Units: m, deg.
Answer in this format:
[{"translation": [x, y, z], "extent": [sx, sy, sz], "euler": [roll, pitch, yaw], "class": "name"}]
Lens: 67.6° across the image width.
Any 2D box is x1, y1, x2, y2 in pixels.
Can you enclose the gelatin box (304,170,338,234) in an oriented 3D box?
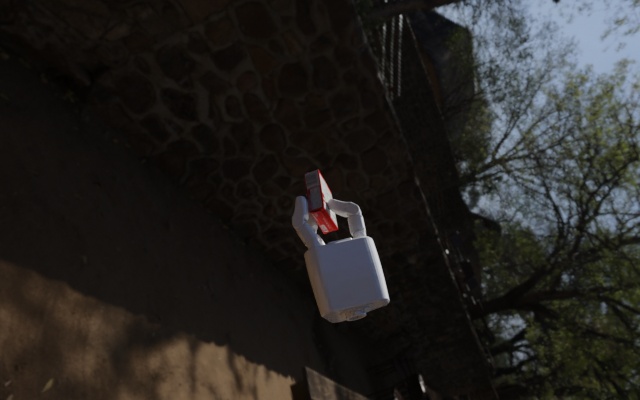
[{"translation": [0.001, 0.002, 0.838], "extent": [0.030, 0.089, 0.073], "euler": [-18, -38, 12], "class": "gelatin box"}]
